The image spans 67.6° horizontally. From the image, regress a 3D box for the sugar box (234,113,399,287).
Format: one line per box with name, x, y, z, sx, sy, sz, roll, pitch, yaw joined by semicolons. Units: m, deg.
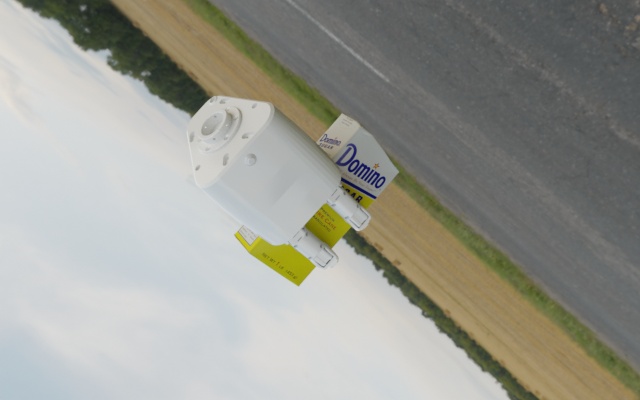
sugar box;0.000;0.002;0.522;0.093;0.176;0.048;43;0;-44
